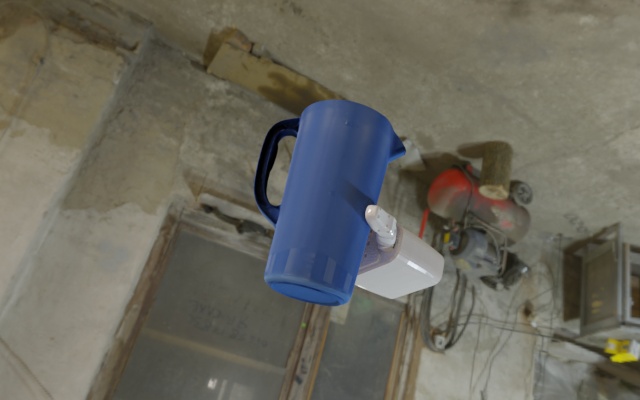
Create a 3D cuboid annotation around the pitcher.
[{"bbox_3d":[0.000,0.002,0.614,0.145,0.242,0.149,32,-27,-35],"label":"pitcher"}]
